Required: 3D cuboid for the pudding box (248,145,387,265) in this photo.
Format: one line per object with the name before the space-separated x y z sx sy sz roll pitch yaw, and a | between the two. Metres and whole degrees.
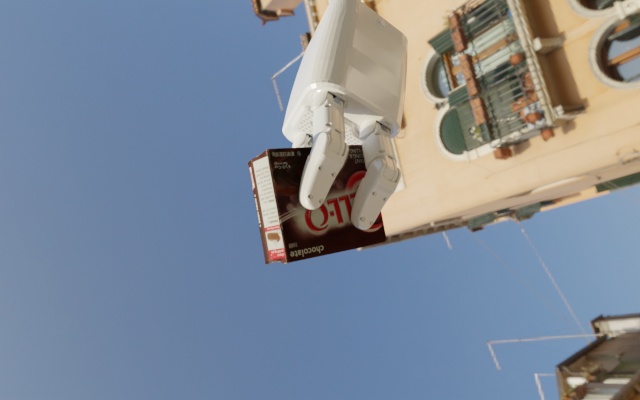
pudding box | 0.000 0.001 0.407 0.113 0.090 0.039 -8 -5 -36
